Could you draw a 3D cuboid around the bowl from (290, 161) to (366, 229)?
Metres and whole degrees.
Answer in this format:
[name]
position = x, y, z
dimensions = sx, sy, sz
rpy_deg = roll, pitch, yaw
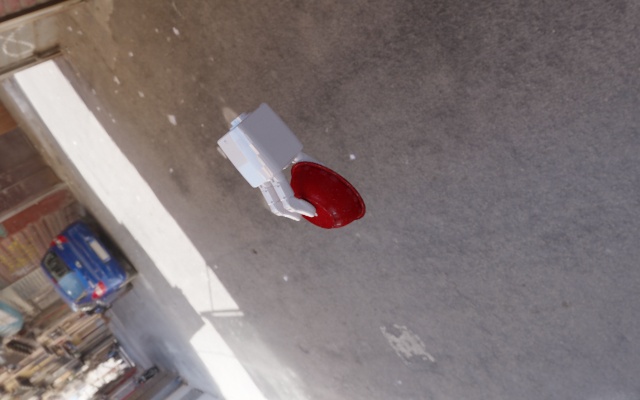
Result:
[bowl]
position = 0.001, 0.004, 0.877
dimensions = 0.162, 0.055, 0.162
rpy_deg = 27, -26, 14
